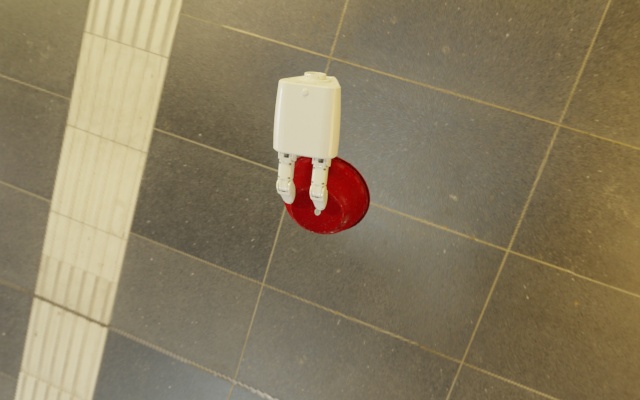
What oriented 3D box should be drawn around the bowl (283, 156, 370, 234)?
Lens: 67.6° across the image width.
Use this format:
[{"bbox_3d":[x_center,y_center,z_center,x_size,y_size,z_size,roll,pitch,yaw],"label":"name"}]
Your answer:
[{"bbox_3d":[0.000,0.004,0.811,0.162,0.162,0.055,0,33,18],"label":"bowl"}]
